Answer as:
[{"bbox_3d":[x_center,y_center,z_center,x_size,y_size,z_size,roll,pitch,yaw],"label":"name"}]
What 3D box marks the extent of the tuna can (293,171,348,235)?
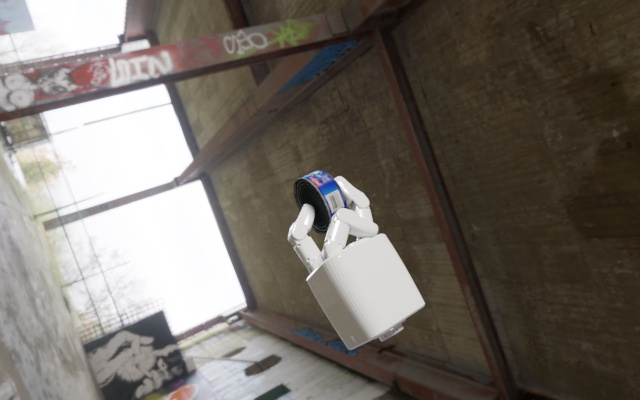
[{"bbox_3d":[0.001,0.002,0.666,0.033,0.086,0.086,-27,13,-26],"label":"tuna can"}]
